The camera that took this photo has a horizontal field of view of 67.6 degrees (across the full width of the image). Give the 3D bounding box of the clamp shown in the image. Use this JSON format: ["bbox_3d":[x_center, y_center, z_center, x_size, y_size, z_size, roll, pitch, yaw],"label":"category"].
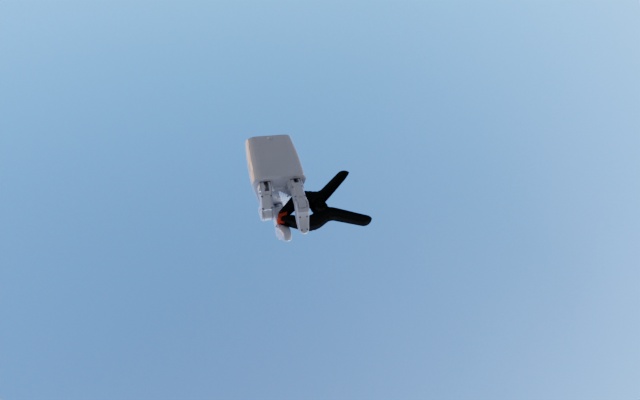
[{"bbox_3d":[0.000,0.003,0.882,0.171,0.120,0.039,-6,-35,-16],"label":"clamp"}]
